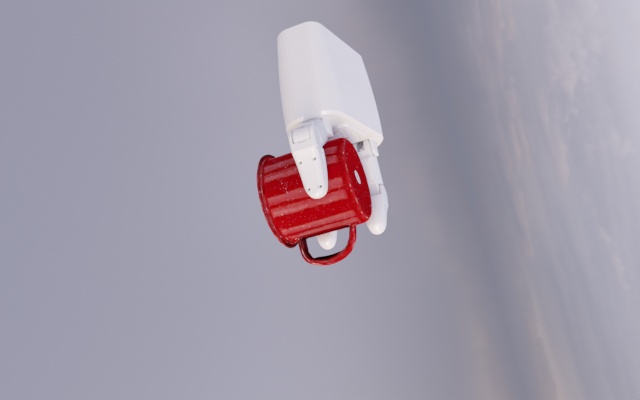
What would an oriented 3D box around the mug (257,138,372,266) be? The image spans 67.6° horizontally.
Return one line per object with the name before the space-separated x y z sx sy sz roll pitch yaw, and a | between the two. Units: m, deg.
mug | 0.000 0.003 0.443 0.081 0.117 0.093 -16 -18 17
